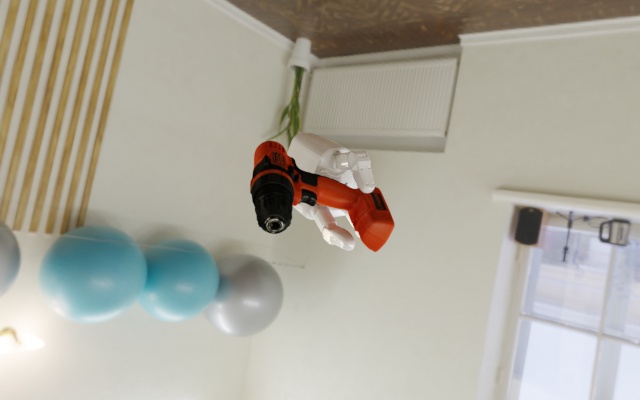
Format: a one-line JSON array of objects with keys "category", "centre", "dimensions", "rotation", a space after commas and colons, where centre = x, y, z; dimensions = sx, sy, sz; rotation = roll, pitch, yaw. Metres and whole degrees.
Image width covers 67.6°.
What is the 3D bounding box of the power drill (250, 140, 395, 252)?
[{"category": "power drill", "centre": [0.000, 0.002, 0.611], "dimensions": [0.188, 0.057, 0.184], "rotation": [22, 28, -20]}]
